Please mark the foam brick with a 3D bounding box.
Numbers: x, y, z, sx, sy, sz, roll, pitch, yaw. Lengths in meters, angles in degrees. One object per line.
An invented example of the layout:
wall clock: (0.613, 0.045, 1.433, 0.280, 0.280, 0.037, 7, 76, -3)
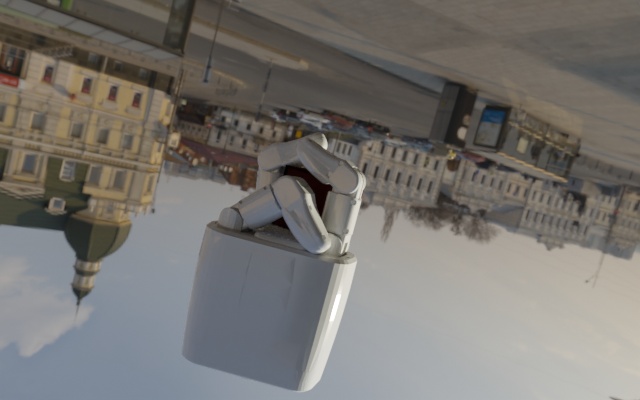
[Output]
foam brick: (0.000, 0.001, 0.419, 0.053, 0.051, 0.078, 15, 5, 19)
